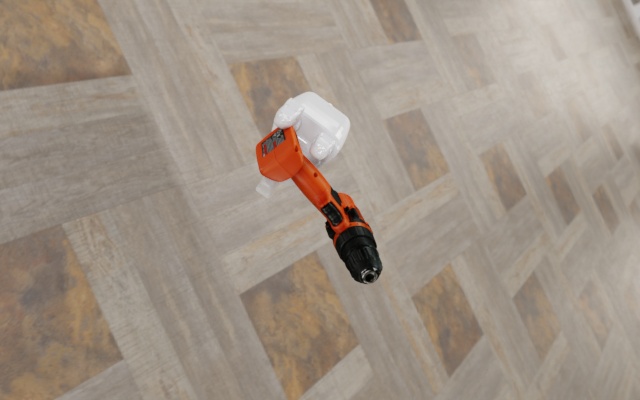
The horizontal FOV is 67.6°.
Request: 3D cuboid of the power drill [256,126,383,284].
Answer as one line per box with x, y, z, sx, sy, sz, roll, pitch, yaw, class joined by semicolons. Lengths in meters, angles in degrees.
0.000;0.001;0.593;0.057;0.188;0.184;-36;28;7;power drill
